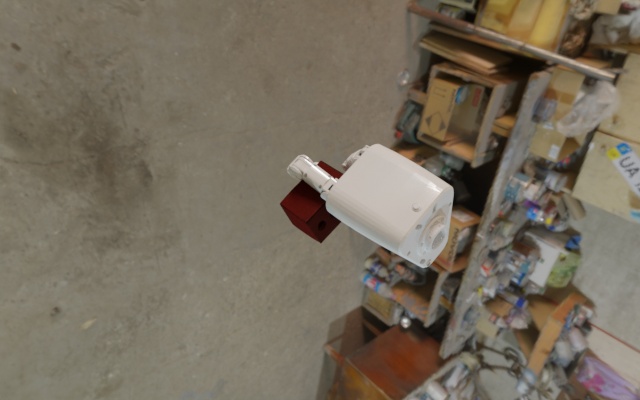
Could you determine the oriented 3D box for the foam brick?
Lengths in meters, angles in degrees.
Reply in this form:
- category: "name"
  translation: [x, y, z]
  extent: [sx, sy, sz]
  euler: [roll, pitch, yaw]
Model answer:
- category: "foam brick"
  translation: [0.000, 0.002, 0.581]
  extent: [0.051, 0.078, 0.053]
  euler: [35, -14, 34]
